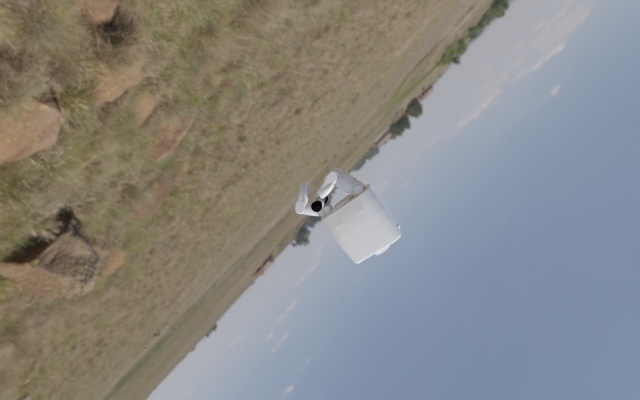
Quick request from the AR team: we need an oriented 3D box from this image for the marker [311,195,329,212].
[{"bbox_3d":[0.000,0.003,0.865,0.020,0.020,0.121,0,8,7],"label":"marker"}]
